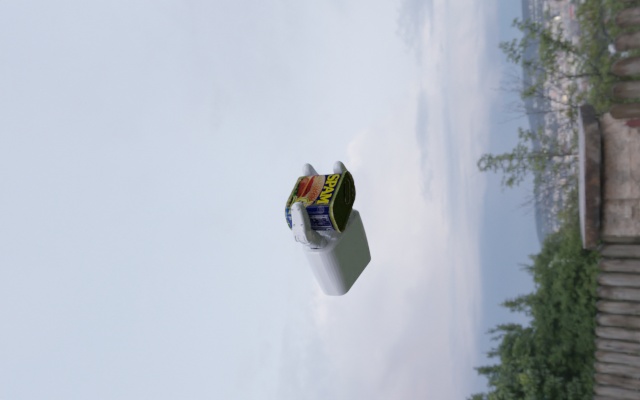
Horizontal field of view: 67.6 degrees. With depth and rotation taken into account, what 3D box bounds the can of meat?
[{"bbox_3d":[0.000,0.002,0.742,0.084,0.057,0.102,-3,41,25],"label":"can of meat"}]
